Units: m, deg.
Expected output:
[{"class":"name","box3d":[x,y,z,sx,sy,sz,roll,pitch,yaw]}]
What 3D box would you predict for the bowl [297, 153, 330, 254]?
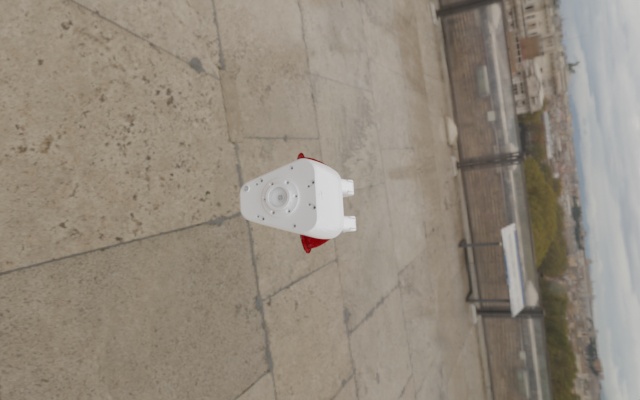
[{"class":"bowl","box3d":[0.001,0.002,0.762,0.055,0.162,0.162,-4,-1,6]}]
